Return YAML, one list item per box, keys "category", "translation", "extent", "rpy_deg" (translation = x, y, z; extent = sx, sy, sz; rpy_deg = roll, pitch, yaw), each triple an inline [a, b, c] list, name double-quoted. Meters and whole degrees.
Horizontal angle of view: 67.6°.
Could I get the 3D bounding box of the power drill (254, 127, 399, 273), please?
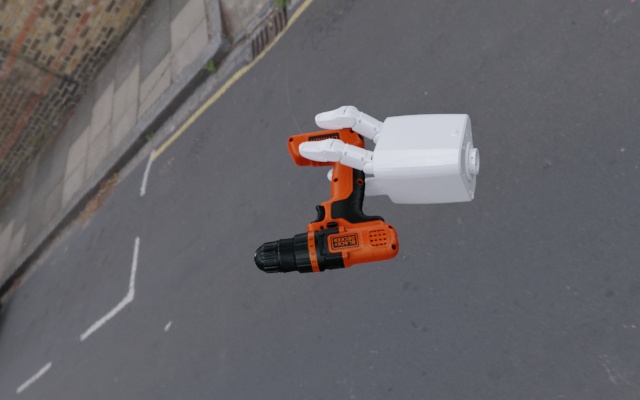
- category: "power drill"
  translation: [0.000, 0.002, 0.633]
  extent: [0.184, 0.187, 0.057]
  rpy_deg: [-7, -22, 3]
